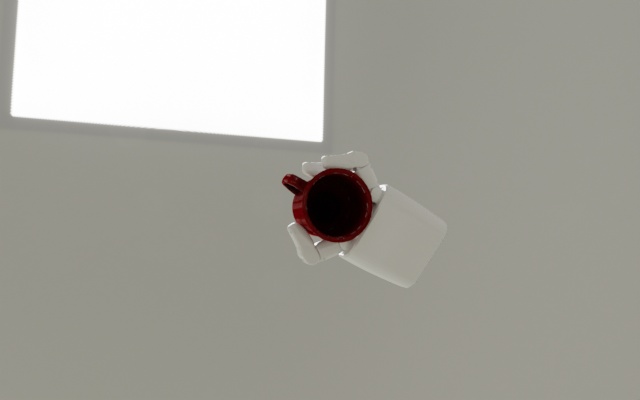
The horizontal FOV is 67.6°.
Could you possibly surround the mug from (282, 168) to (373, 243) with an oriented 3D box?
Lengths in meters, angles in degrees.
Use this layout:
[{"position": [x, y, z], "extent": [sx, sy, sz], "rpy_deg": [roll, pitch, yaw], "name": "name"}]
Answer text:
[{"position": [-0.001, 0.001, 0.625], "extent": [0.117, 0.093, 0.081], "rpy_deg": [30, -11, -14], "name": "mug"}]
